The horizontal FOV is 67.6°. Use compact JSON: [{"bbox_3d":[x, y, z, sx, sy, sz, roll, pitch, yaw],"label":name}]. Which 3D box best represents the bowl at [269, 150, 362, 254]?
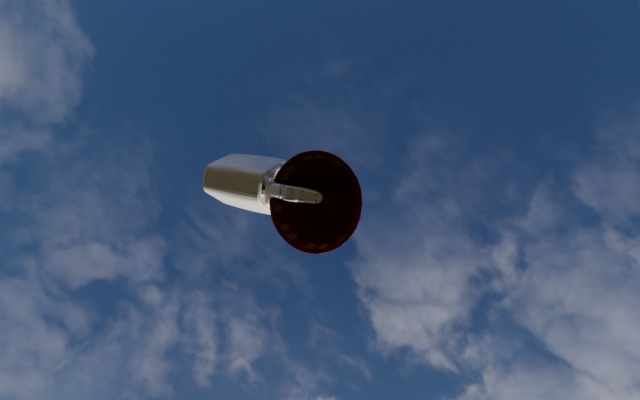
[{"bbox_3d":[0.001,0.003,0.765,0.162,0.162,0.055,0,0,26],"label":"bowl"}]
